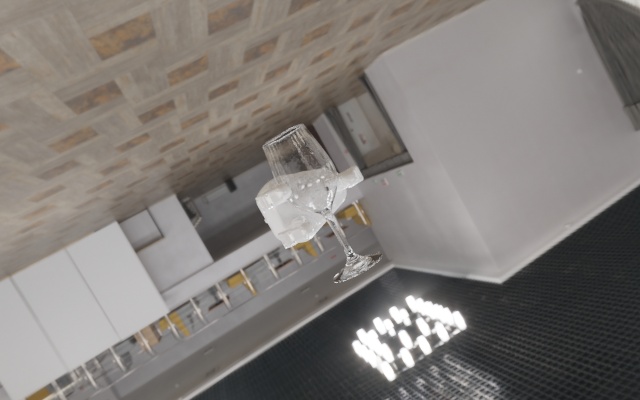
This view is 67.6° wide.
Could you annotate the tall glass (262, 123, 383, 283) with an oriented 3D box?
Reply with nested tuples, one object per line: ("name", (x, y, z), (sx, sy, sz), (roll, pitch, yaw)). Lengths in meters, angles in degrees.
("tall glass", (0.001, 0.003, 0.623), (0.079, 0.201, 0.079), (-29, 4, 2))
